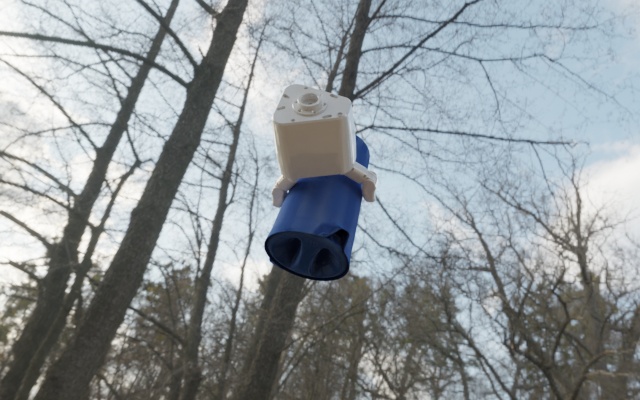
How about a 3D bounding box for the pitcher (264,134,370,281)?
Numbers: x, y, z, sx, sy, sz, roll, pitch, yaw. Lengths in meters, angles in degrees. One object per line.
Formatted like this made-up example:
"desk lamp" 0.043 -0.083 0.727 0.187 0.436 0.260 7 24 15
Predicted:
"pitcher" 0.000 0.002 0.790 0.149 0.242 0.145 8 -38 14
